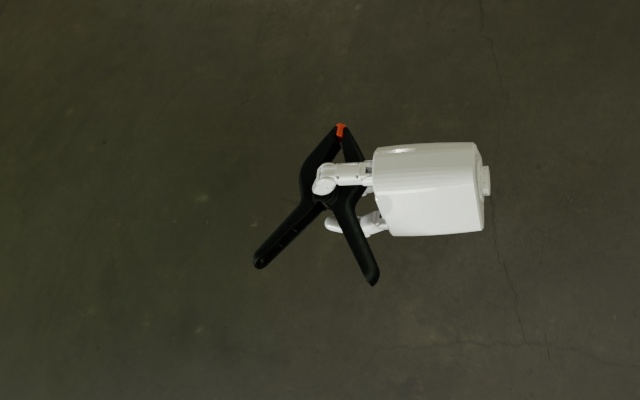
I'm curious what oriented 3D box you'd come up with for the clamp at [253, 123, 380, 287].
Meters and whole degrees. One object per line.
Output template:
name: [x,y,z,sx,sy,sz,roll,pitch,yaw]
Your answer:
clamp: [0.000,0.001,0.602,0.164,0.210,0.036,-2,-23,21]
